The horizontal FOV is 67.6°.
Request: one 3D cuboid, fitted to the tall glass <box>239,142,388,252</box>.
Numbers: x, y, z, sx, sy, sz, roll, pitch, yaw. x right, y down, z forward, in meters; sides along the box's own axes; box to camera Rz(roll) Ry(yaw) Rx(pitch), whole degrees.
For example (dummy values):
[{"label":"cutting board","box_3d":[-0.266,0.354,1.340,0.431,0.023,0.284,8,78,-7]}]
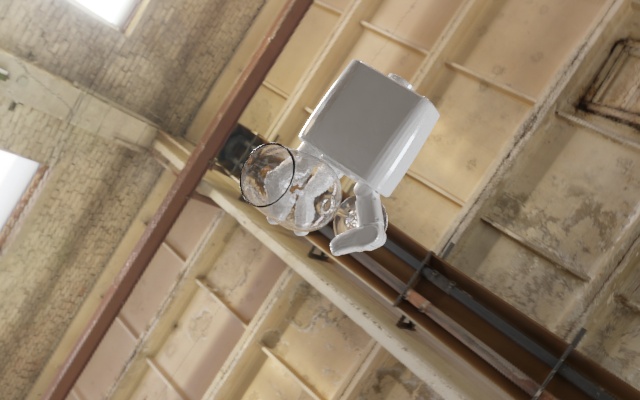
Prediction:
[{"label":"tall glass","box_3d":[0.000,0.002,0.513,0.079,0.079,0.201,0,-14,31]}]
